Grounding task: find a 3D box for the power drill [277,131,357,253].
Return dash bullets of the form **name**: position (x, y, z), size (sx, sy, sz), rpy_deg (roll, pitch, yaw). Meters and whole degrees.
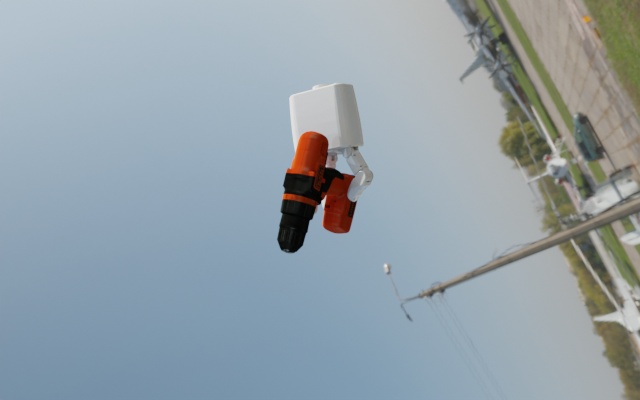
- **power drill**: position (0.000, 0.002, 0.766), size (0.057, 0.184, 0.188), rpy_deg (11, -8, 24)
